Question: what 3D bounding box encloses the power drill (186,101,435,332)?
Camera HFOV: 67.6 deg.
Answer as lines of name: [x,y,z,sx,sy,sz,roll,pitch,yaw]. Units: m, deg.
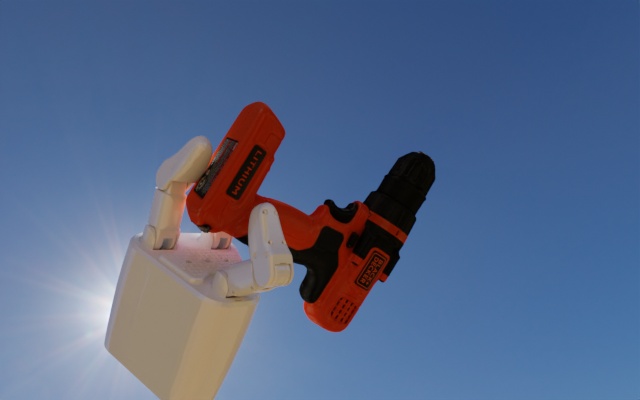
power drill: [0.000,0.001,0.404,0.188,0.184,0.057,35,-6,-27]
